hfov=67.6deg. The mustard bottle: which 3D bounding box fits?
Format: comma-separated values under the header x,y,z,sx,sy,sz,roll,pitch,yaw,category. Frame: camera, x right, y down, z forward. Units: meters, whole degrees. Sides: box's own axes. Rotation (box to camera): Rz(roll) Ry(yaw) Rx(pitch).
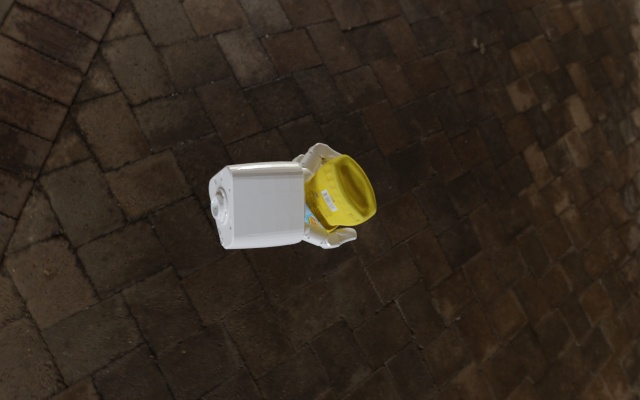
x,y,z,sx,sy,sz,roll,pitch,yaw,category
0.001,0.002,0.728,0.058,0.096,0.192,-33,5,-33,mustard bottle
